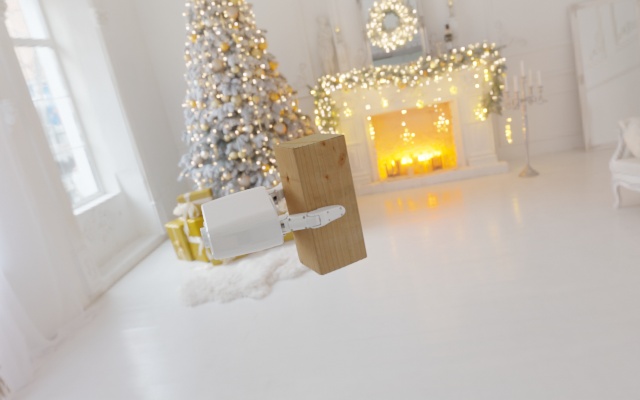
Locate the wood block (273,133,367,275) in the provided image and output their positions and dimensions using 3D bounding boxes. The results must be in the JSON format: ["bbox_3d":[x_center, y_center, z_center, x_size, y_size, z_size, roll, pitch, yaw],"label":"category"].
[{"bbox_3d":[0.000,0.003,0.775,0.090,0.206,0.091,-19,17,-23],"label":"wood block"}]
